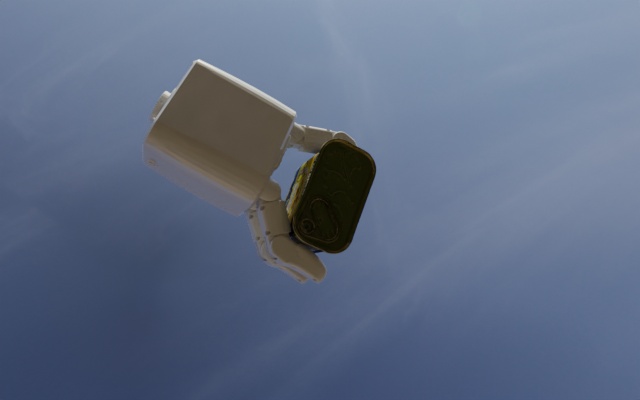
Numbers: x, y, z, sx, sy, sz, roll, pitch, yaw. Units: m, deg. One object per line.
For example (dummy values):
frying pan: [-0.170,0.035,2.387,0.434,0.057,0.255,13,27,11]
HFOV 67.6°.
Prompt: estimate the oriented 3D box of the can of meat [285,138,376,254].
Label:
can of meat: [0.000,0.001,0.460,0.057,0.102,0.084,25,-17,-15]
